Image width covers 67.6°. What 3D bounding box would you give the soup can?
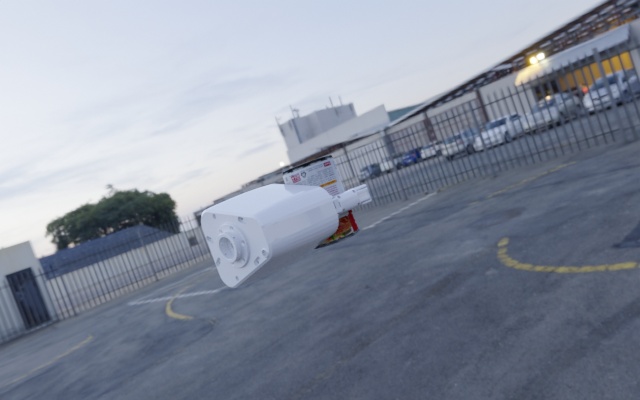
[{"bbox_3d":[0.000,0.002,0.596,0.068,0.102,0.068,-20,2,1],"label":"soup can"}]
